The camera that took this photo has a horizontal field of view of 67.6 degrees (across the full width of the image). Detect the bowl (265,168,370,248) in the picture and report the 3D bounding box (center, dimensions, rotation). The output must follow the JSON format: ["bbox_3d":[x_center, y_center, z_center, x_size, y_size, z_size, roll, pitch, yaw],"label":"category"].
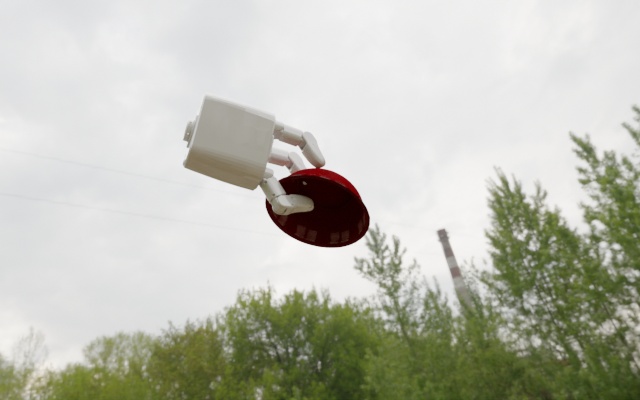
[{"bbox_3d":[0.001,0.003,0.729,0.162,0.055,0.162,10,-42,9],"label":"bowl"}]
